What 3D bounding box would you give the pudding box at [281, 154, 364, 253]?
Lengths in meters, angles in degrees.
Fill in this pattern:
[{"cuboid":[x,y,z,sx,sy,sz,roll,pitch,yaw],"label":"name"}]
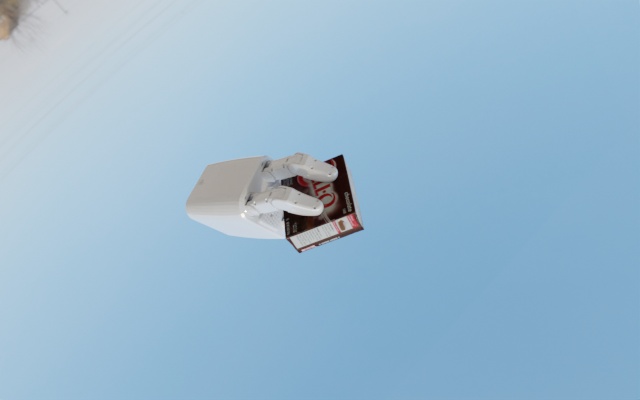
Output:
[{"cuboid":[0.000,0.002,0.596,0.090,0.113,0.039,-22,-46,12],"label":"pudding box"}]
